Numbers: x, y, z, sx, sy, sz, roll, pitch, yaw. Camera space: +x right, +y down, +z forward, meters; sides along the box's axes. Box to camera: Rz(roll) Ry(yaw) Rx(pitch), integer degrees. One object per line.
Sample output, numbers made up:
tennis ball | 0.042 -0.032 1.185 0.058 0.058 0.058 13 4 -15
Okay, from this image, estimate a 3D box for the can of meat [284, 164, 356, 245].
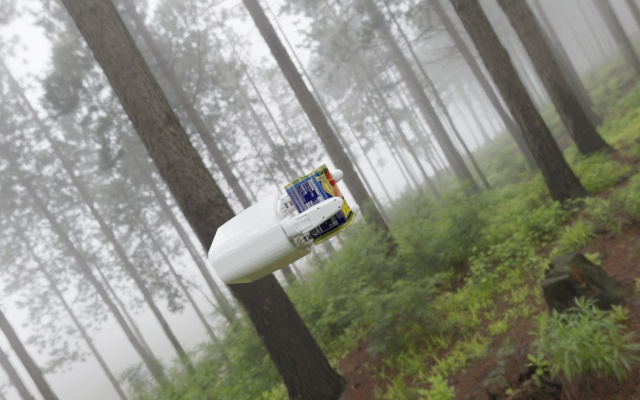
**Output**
can of meat | 0.000 0.002 0.629 0.057 0.084 0.102 -29 3 11
